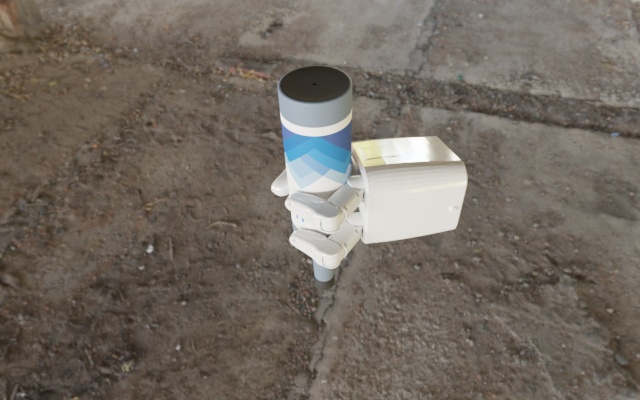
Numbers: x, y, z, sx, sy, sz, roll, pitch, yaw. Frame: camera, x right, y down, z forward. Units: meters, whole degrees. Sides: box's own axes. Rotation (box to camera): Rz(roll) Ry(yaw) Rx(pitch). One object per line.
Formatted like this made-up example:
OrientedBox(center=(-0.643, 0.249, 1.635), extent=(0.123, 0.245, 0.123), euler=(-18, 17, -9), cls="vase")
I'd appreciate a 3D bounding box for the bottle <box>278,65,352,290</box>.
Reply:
OrientedBox(center=(0.000, 0.002, 0.525), extent=(0.069, 0.296, 0.069), euler=(-1, 44, 1), cls="bottle")
